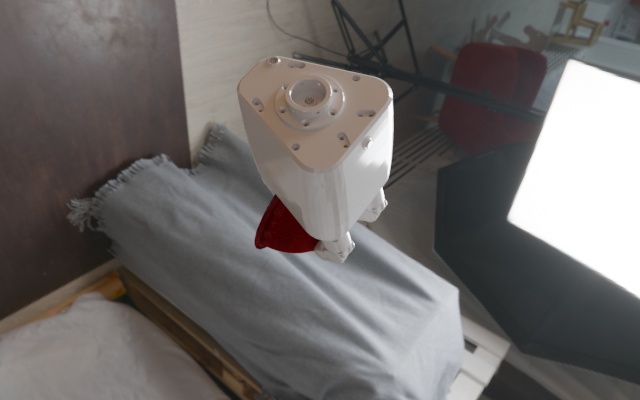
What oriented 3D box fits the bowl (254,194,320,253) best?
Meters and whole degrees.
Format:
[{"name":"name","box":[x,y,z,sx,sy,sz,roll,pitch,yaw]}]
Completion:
[{"name":"bowl","box":[0.001,0.002,0.516,0.055,0.162,0.162,36,6,9]}]
